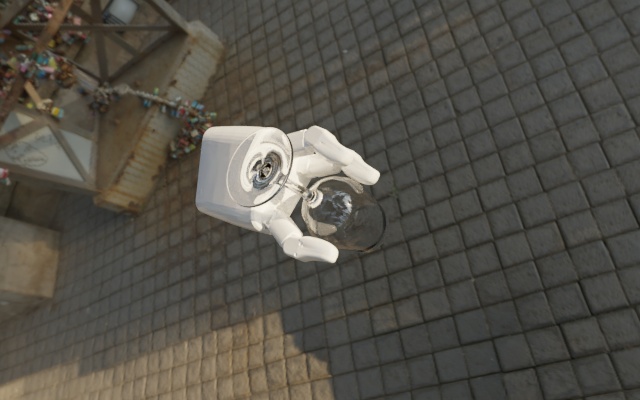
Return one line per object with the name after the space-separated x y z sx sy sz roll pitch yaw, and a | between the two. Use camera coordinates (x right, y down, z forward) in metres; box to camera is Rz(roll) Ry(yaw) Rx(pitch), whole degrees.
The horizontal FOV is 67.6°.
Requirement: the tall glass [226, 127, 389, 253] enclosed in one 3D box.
0.000 0.001 0.489 0.079 0.079 0.201 0 -18 35 | tall glass
